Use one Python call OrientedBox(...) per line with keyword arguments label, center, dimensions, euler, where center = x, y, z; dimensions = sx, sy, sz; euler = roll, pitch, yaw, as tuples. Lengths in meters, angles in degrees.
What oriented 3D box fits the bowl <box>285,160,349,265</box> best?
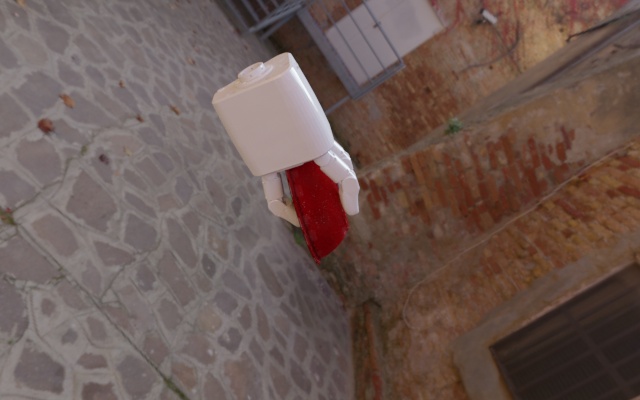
OrientedBox(label="bowl", center=(0.001, 0.003, 0.648), dimensions=(0.055, 0.162, 0.162), euler=(-16, -1, 4))
